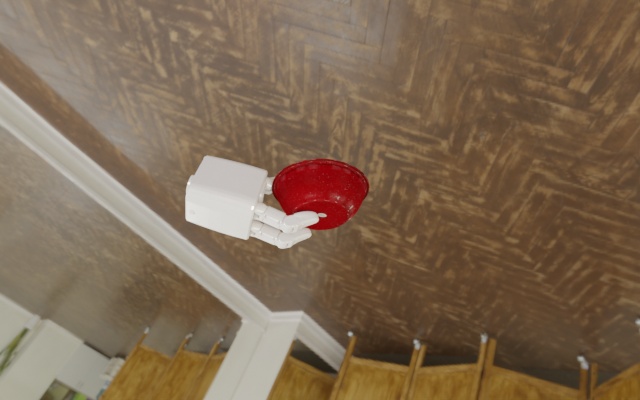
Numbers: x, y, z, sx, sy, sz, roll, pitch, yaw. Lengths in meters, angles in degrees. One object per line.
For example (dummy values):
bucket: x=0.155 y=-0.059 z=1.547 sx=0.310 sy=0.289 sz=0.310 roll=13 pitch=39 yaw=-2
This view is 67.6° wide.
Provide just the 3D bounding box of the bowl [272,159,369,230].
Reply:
bowl: x=0.001 y=0.003 z=0.776 sx=0.162 sy=0.055 sz=0.162 roll=-1 pitch=-34 yaw=0
